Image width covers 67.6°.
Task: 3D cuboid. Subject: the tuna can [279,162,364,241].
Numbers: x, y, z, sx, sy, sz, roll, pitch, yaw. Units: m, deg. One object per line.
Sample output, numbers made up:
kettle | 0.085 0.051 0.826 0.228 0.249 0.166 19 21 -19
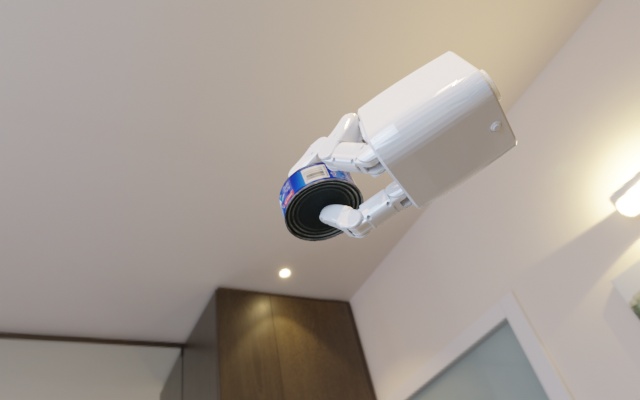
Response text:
tuna can | 0.000 0.001 0.508 0.086 0.086 0.033 0 41 -21
